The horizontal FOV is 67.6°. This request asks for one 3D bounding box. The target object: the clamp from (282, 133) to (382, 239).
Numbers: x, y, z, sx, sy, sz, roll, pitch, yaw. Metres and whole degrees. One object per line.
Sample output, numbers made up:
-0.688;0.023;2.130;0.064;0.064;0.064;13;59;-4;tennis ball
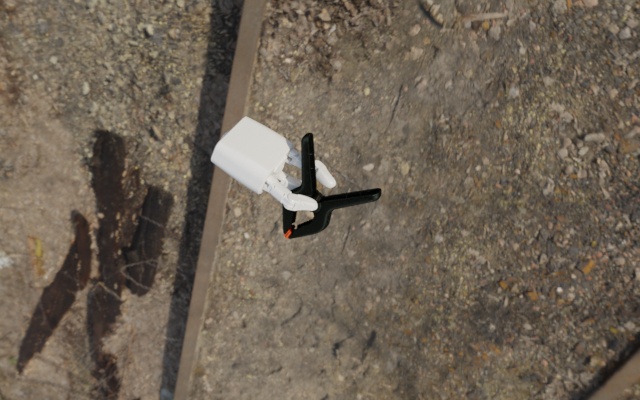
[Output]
-0.001;0.003;0.853;0.164;0.210;0.036;34;34;5;clamp
